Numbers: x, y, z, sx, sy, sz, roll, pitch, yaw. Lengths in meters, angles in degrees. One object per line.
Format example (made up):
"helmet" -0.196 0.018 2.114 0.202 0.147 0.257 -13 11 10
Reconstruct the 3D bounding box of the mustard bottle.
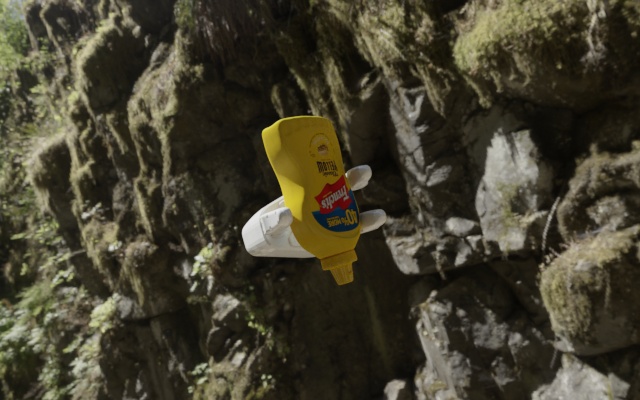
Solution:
"mustard bottle" 0.000 0.001 0.546 0.058 0.191 0.096 -22 -8 39
